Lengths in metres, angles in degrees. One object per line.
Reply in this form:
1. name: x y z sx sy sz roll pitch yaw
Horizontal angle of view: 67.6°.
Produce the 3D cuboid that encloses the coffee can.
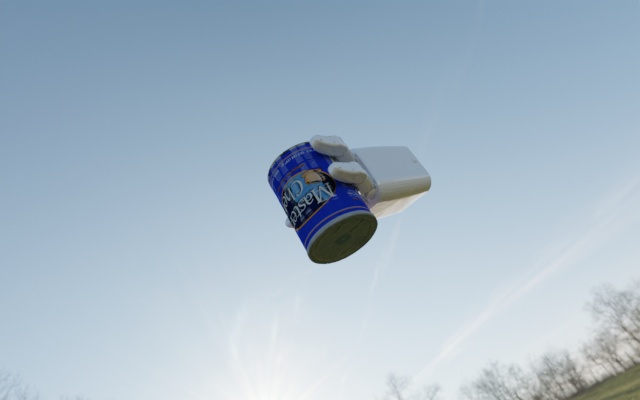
1. coffee can: 0.000 0.002 0.661 0.103 0.140 0.103 -22 -34 -15
